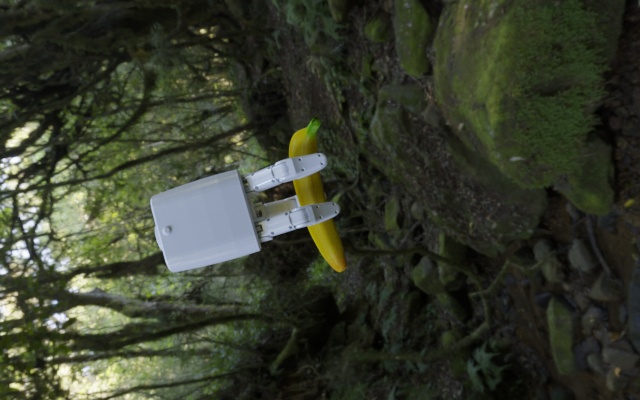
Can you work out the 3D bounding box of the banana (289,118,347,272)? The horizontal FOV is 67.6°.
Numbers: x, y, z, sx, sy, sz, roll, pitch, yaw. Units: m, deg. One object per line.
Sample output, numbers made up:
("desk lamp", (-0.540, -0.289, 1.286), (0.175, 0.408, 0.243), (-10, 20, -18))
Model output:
("banana", (-0.007, -0.005, 0.601), (0.037, 0.198, 0.069), (-18, 19, -16))
